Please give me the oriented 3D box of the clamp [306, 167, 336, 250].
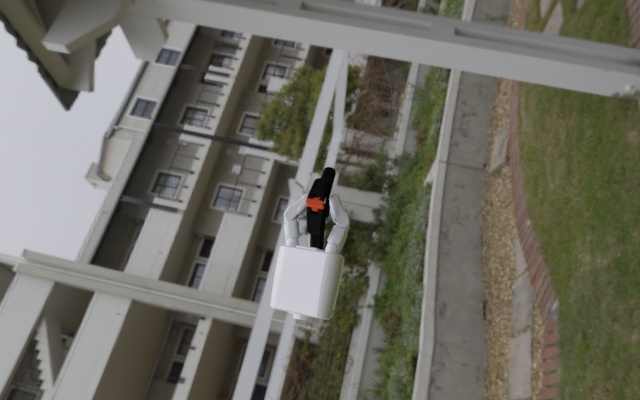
[{"bbox_3d":[-0.001,0.003,0.818,0.036,0.164,0.210,8,-10,5],"label":"clamp"}]
